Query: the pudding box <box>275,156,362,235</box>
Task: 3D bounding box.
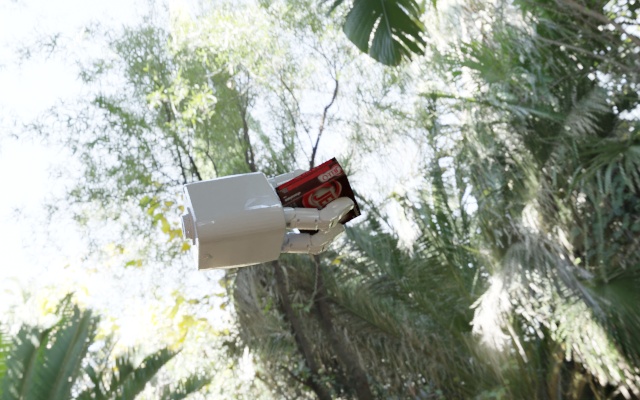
[{"bbox_3d":[0.000,0.002,0.644,0.090,0.039,0.114,-27,-32,1],"label":"pudding box"}]
